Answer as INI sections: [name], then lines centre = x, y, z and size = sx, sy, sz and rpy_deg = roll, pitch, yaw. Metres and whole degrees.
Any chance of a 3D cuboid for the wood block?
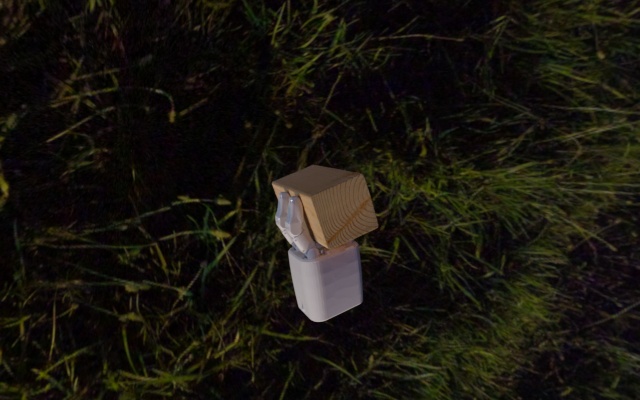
[wood block]
centre = 0.001, 0.003, 0.793
size = 0.091, 0.090, 0.206
rpy_deg = -23, 16, -17
